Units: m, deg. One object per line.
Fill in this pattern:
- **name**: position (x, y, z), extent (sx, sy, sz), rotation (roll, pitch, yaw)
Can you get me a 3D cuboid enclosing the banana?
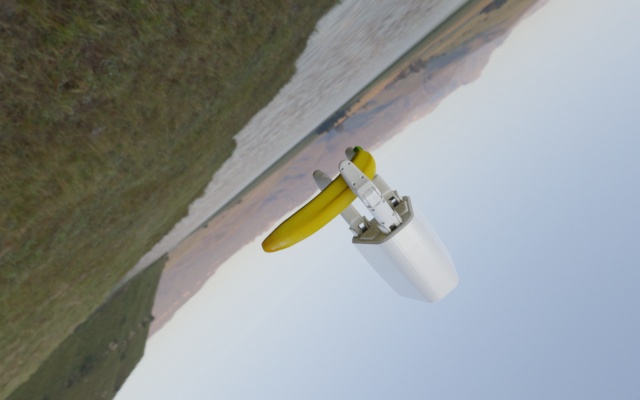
- **banana**: position (0.011, -0.002, 0.588), extent (0.197, 0.037, 0.069), rotation (-45, 15, -24)
